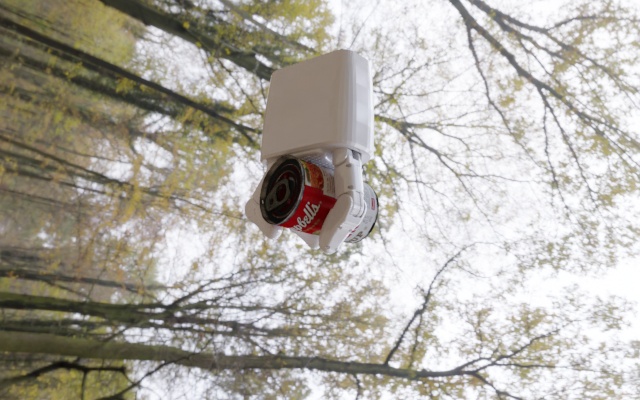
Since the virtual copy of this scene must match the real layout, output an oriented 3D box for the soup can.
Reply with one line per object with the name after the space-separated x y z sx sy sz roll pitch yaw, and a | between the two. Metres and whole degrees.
0.000 0.002 0.476 0.102 0.068 0.068 17 -11 -38 | soup can
